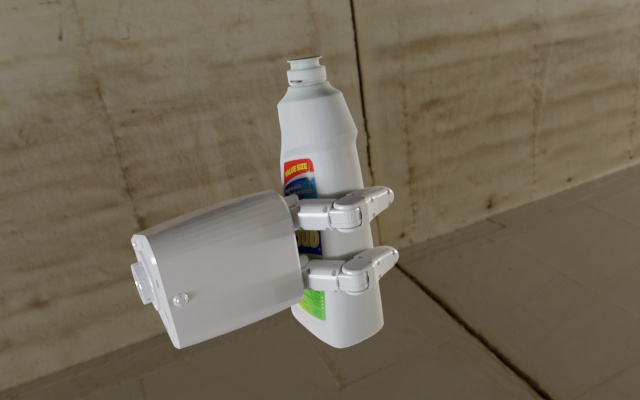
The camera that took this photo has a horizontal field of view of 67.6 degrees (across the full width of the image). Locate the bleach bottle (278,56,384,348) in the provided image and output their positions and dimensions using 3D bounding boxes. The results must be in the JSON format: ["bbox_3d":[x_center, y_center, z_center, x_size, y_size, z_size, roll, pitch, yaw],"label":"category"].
[{"bbox_3d":[0.000,0.001,0.430,0.068,0.251,0.102,-19,22,-27],"label":"bleach bottle"}]
